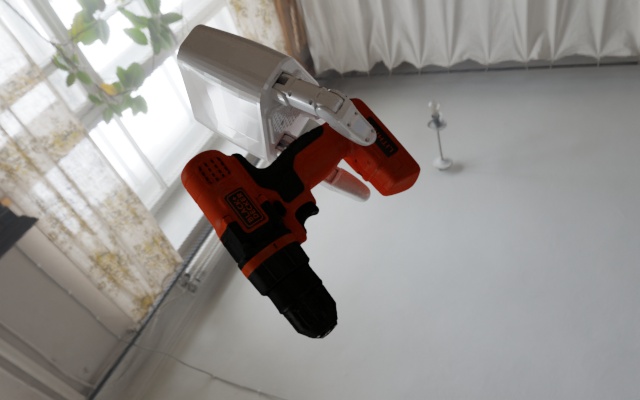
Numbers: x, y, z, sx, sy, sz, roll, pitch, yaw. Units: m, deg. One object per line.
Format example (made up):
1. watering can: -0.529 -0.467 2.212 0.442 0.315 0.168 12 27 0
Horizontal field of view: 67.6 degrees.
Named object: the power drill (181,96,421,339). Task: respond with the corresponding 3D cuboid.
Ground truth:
1. power drill: 0.000 0.001 0.425 0.187 0.184 0.057 -34 -10 -28
